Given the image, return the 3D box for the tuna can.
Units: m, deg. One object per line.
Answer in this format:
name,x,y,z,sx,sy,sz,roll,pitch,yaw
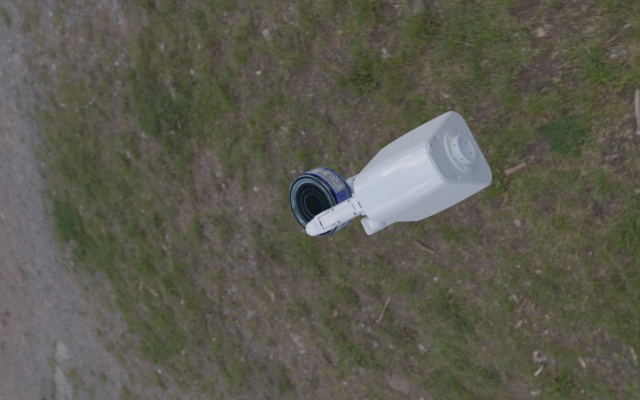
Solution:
tuna can,0.000,0.002,0.612,0.086,0.086,0.033,0,19,44
